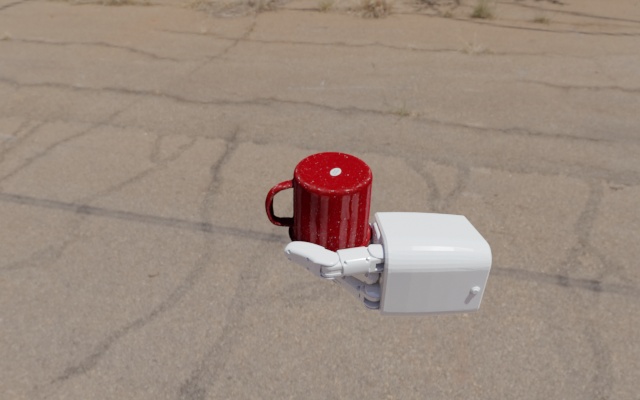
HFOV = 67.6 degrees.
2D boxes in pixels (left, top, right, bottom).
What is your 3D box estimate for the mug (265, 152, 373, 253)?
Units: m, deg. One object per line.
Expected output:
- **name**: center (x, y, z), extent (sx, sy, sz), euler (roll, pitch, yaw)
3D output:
- **mug**: center (-0.001, 0.001, 0.505), extent (0.117, 0.082, 0.093), euler (-1, 35, -3)
